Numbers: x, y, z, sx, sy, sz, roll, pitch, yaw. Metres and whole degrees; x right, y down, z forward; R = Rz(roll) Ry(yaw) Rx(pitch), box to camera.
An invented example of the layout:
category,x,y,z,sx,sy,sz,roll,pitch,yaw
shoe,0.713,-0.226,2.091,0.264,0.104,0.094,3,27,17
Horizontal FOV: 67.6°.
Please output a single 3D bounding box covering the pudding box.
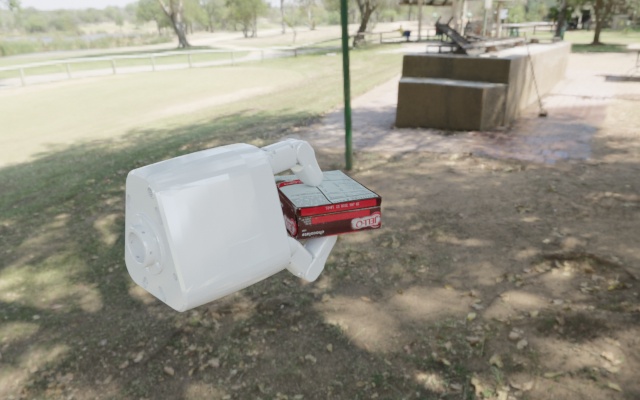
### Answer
category,x,y,z,sx,sy,sz,roll,pitch,yaw
pudding box,0.000,0.001,0.497,0.090,0.039,0.113,-6,21,-19
